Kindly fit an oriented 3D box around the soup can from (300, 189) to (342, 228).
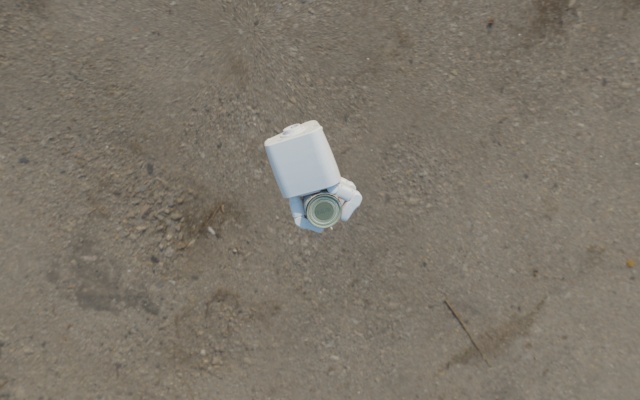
[{"bbox_3d":[0.000,0.004,0.896,0.068,0.068,0.102,0,19,-8],"label":"soup can"}]
